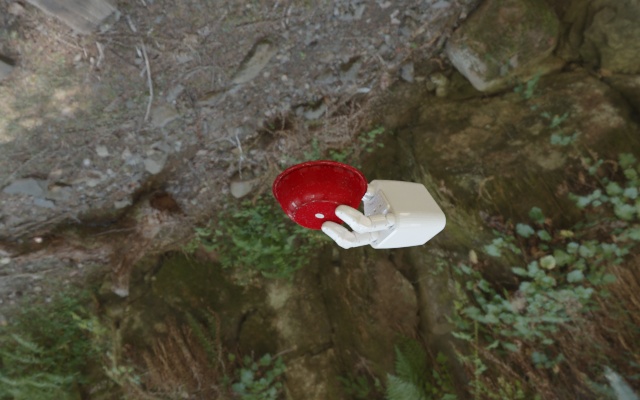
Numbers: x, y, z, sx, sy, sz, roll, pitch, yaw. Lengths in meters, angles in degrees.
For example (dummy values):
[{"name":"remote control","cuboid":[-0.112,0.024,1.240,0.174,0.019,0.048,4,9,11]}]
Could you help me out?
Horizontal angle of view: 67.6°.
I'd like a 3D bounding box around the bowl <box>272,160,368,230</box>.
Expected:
[{"name":"bowl","cuboid":[-0.001,0.003,0.794,0.162,0.055,0.162,-1,-33,-1]}]
